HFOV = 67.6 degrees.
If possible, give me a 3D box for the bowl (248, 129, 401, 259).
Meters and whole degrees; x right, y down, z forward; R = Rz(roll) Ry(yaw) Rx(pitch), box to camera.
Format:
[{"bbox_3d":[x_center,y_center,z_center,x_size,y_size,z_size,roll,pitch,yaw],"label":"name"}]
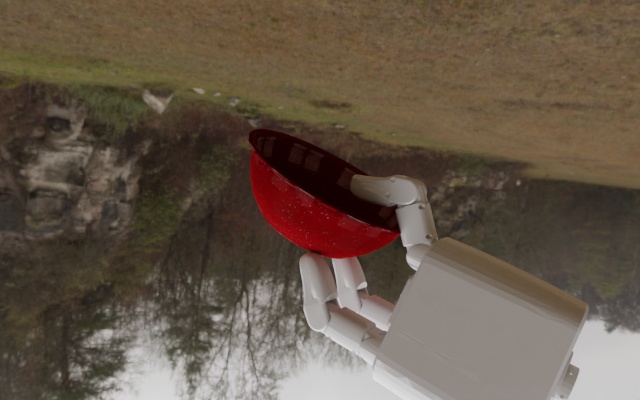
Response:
[{"bbox_3d":[-0.001,0.001,0.414,0.162,0.055,0.162,27,17,-9],"label":"bowl"}]
